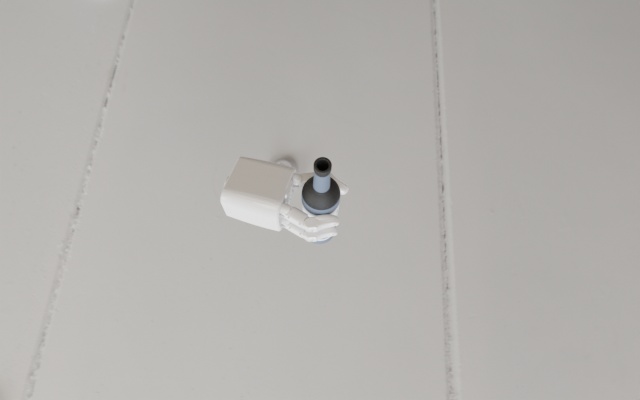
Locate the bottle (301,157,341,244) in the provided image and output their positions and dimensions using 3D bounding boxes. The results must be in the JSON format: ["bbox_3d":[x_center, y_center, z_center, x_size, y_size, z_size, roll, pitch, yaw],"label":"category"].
[{"bbox_3d":[0.000,0.003,0.844,0.069,0.069,0.296,0,-22,-1],"label":"bottle"}]
